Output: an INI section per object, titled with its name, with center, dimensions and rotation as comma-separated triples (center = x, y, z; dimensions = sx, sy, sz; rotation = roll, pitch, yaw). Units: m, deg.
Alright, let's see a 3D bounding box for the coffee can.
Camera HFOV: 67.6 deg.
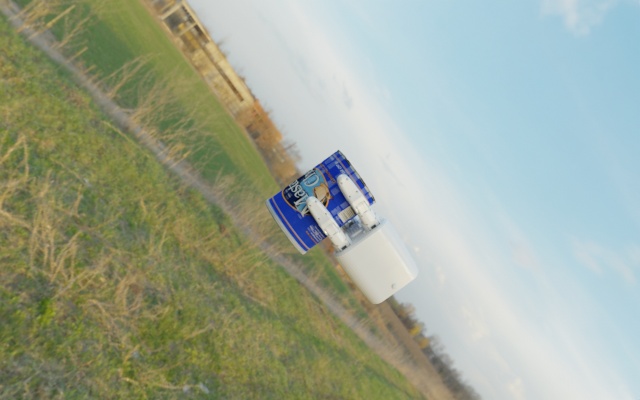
[coffee can]
center = 0.000, 0.002, 0.746
dimensions = 0.140, 0.103, 0.103
rotation = -35, -1, 1
